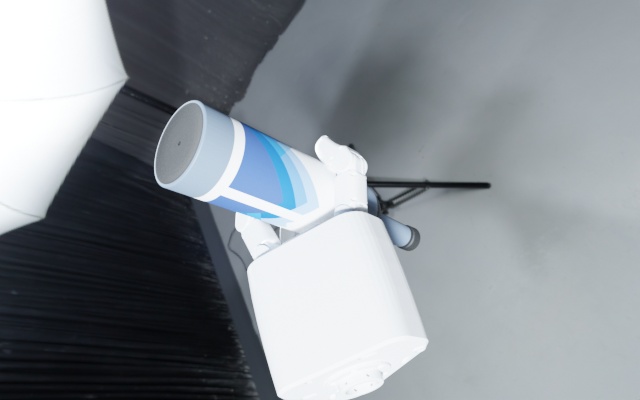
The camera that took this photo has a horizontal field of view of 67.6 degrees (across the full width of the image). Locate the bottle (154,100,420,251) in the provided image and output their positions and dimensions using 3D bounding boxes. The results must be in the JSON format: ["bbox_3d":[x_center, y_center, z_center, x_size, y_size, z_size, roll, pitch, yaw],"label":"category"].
[{"bbox_3d":[0.000,0.001,0.437,0.069,0.069,0.296,0,-17,46],"label":"bottle"}]
